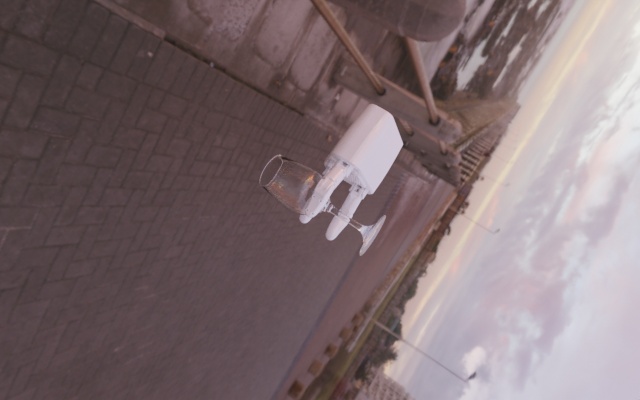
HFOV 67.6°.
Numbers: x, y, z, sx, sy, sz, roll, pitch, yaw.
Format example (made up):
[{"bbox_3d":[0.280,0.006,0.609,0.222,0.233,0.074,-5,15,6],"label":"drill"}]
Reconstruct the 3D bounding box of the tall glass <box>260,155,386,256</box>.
[{"bbox_3d":[0.001,0.003,0.763,0.201,0.079,0.079,32,8,14],"label":"tall glass"}]
